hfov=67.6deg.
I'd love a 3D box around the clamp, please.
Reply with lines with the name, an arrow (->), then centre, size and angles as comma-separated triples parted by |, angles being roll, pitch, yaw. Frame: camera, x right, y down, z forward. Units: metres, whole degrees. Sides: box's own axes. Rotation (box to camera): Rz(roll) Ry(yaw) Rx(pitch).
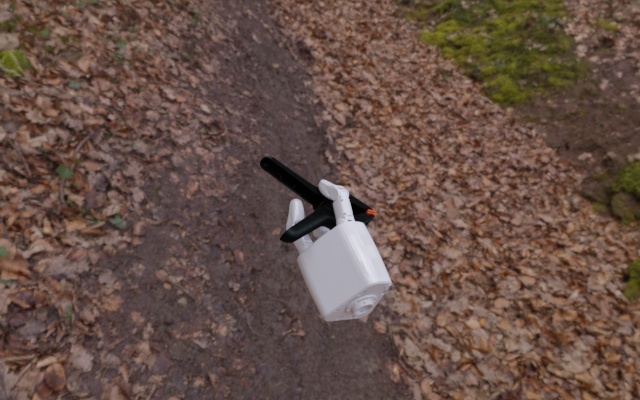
clamp -> 0.001, 0.002, 0.770 | 0.210, 0.164, 0.036 | 7, -43, -40
